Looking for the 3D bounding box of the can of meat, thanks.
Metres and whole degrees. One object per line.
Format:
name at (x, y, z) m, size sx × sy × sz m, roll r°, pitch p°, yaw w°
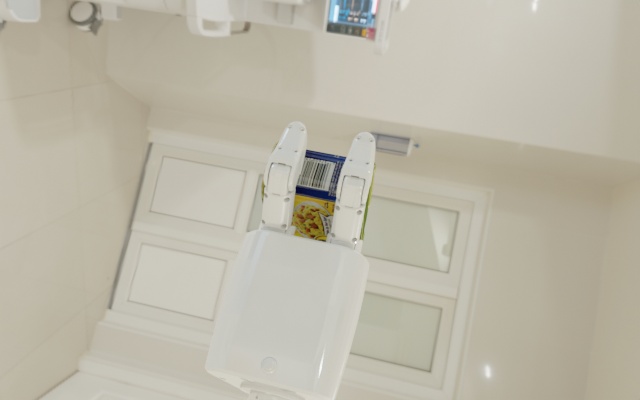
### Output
can of meat at (0.000, 0.001, 0.417) m, size 0.084 × 0.057 × 0.102 m, roll 11°, pitch -32°, yaw 8°
